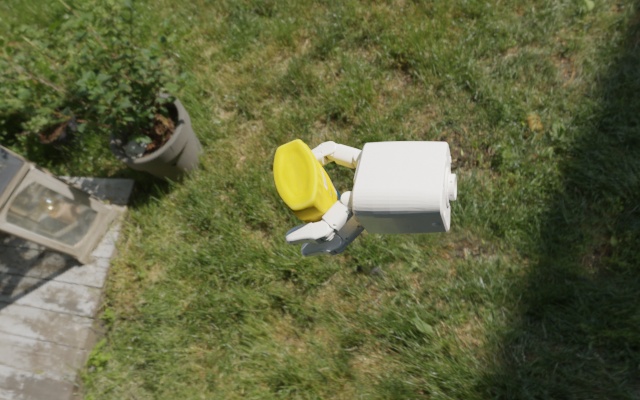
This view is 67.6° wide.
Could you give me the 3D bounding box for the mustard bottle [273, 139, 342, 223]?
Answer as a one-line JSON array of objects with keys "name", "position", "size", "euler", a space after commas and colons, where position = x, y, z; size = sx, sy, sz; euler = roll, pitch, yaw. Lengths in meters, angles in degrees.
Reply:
[{"name": "mustard bottle", "position": [0.000, 0.002, 0.651], "size": [0.058, 0.096, 0.192], "euler": [-22, -28, 11]}]
